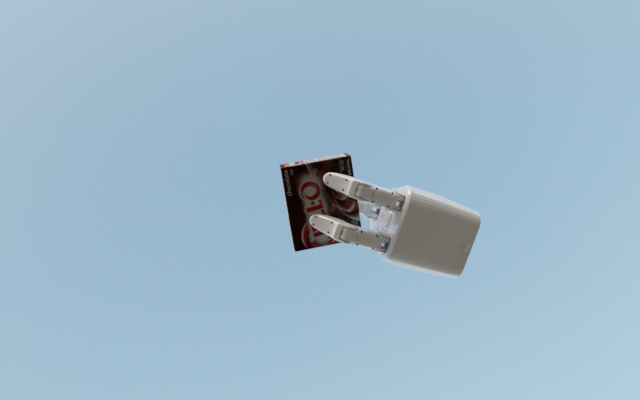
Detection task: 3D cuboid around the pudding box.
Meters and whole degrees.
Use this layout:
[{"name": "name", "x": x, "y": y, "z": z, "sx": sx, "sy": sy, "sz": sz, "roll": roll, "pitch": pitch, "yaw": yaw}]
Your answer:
[{"name": "pudding box", "x": 0.000, "y": 0.002, "z": 0.611, "sx": 0.090, "sy": 0.113, "sz": 0.039, "roll": -11, "pitch": 12, "yaw": -8}]
